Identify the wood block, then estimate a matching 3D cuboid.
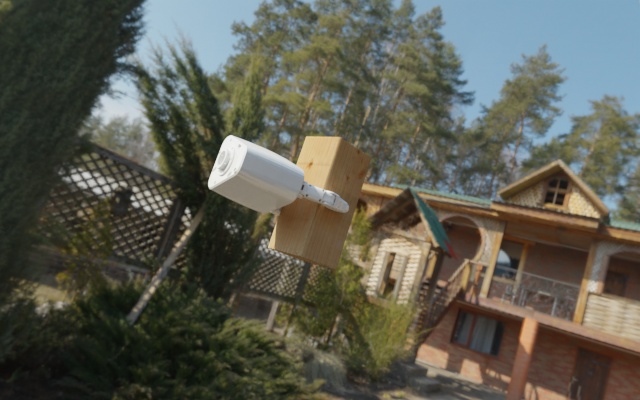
[{"bbox_3d":[0.000,0.002,0.822,0.091,0.206,0.090,9,-13,46],"label":"wood block"}]
